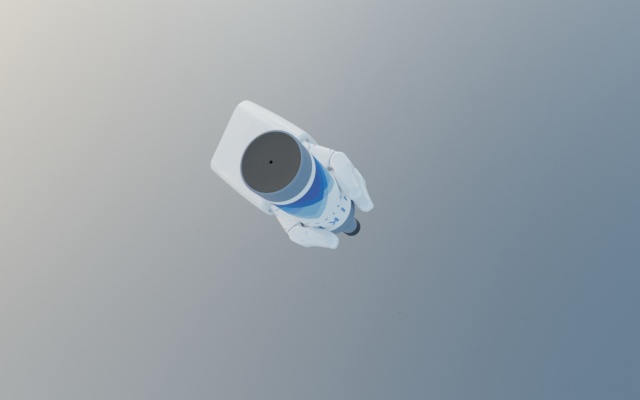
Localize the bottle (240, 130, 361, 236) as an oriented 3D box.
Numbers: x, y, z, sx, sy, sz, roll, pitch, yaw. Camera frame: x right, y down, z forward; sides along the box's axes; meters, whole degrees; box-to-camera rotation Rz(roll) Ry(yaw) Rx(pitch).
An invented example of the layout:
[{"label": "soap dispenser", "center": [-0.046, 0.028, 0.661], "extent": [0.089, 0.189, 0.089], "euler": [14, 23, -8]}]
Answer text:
[{"label": "bottle", "center": [0.000, 0.002, 0.585], "extent": [0.069, 0.069, 0.296], "euler": [0, -15, 19]}]
